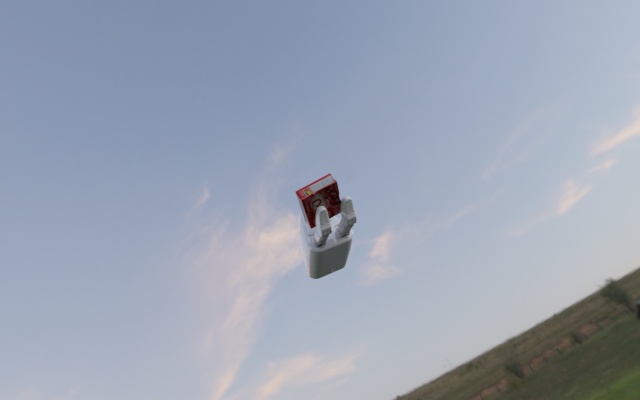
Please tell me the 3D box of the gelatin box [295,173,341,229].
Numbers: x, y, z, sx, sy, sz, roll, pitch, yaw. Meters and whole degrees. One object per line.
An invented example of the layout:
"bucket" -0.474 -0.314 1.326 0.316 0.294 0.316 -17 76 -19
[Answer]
"gelatin box" 0.000 0.002 0.876 0.073 0.089 0.030 -28 50 -11
